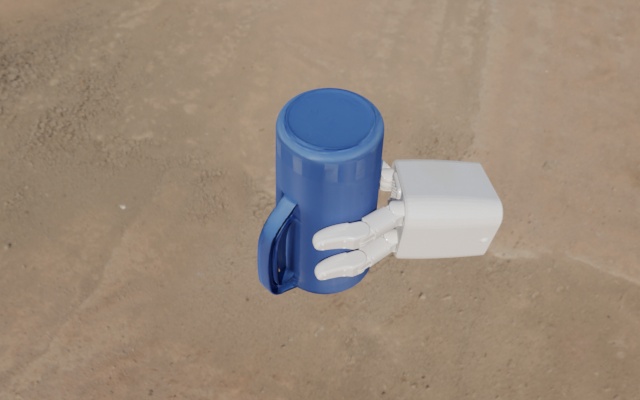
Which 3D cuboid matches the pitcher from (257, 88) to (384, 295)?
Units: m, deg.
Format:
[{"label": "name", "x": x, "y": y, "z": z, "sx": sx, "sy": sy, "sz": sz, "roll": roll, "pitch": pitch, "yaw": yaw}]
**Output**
[{"label": "pitcher", "x": 0.000, "y": 0.002, "z": 0.552, "sx": 0.145, "sy": 0.149, "sz": 0.243, "roll": 0, "pitch": -39, "yaw": -1}]
